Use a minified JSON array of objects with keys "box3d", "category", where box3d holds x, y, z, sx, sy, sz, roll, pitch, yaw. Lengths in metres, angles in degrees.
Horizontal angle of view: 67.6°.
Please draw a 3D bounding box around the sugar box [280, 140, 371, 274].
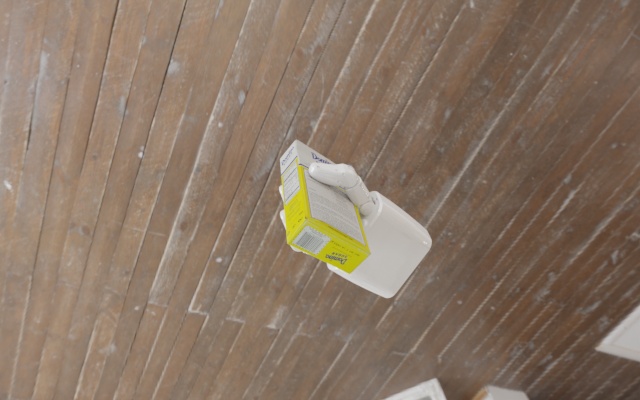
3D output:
[{"box3d":[0.000,0.002,0.594,0.093,0.048,0.176,30,24,-25],"category":"sugar box"}]
